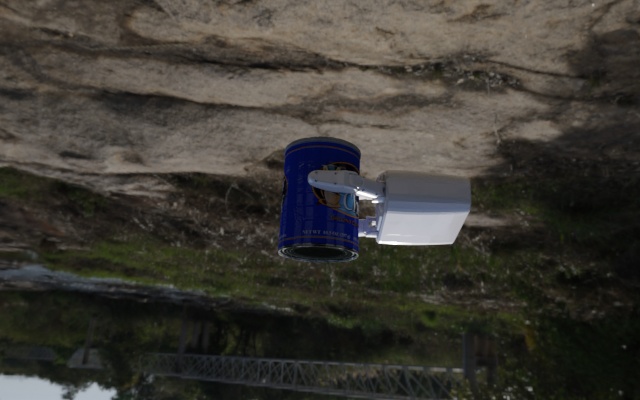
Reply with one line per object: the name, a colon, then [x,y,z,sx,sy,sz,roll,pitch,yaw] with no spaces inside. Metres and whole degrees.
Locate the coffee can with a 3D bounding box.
coffee can: [0.000,0.002,0.620,0.103,0.140,0.103,2,-18,1]
